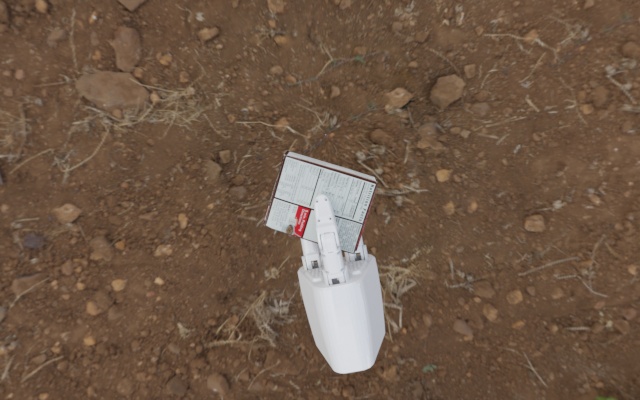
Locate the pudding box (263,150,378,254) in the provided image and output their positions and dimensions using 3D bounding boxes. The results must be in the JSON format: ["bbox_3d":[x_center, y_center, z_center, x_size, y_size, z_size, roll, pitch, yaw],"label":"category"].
[{"bbox_3d":[0.000,0.002,0.549,0.113,0.090,0.039,17,11,-3],"label":"pudding box"}]
